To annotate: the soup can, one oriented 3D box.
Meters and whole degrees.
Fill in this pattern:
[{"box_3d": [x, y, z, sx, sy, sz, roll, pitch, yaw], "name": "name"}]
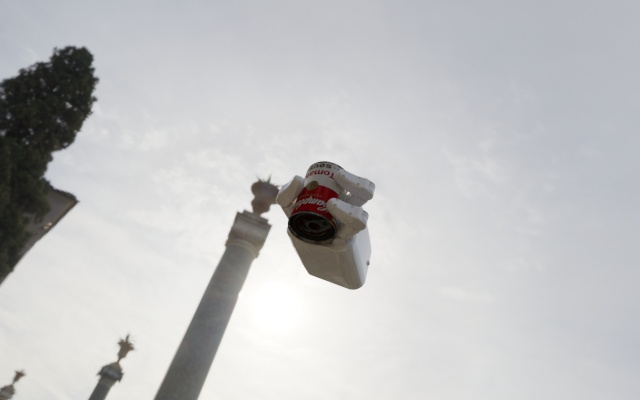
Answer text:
[{"box_3d": [0.000, 0.002, 0.673, 0.068, 0.102, 0.069, 10, -41, 9], "name": "soup can"}]
